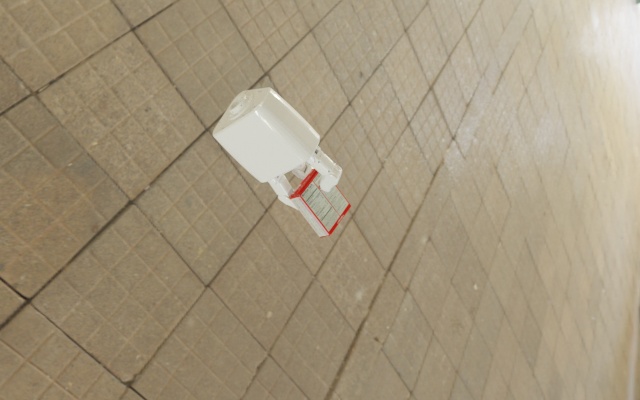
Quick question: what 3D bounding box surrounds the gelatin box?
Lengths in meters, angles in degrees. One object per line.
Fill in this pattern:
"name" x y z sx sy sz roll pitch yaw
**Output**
"gelatin box" 0.001 0.003 0.765 0.030 0.089 0.073 -15 29 47
